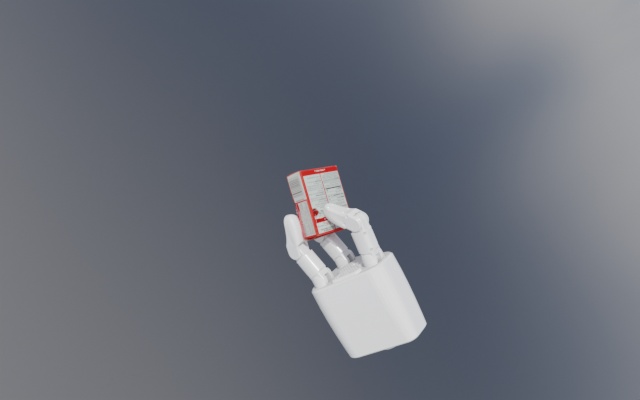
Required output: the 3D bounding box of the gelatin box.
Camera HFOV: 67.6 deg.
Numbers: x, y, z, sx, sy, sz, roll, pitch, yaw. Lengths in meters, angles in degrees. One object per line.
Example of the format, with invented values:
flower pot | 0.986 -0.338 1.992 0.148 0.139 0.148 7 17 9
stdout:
gelatin box | 0.000 0.002 0.633 0.030 0.089 0.073 -18 -3 44
